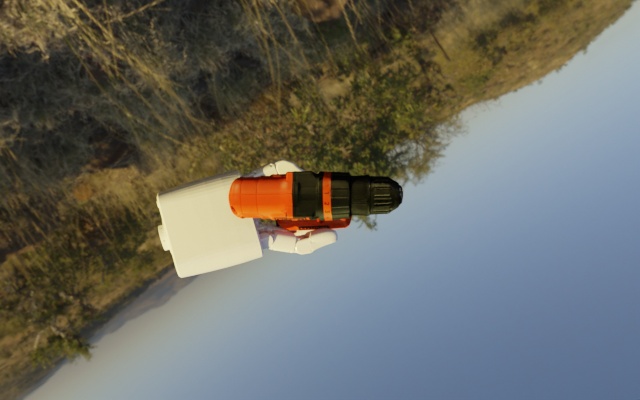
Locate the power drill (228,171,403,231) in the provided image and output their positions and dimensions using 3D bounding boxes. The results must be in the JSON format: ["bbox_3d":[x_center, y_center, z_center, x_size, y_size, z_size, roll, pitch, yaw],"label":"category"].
[{"bbox_3d":[0.000,0.002,0.575,0.184,0.057,0.188,1,-8,5],"label":"power drill"}]
